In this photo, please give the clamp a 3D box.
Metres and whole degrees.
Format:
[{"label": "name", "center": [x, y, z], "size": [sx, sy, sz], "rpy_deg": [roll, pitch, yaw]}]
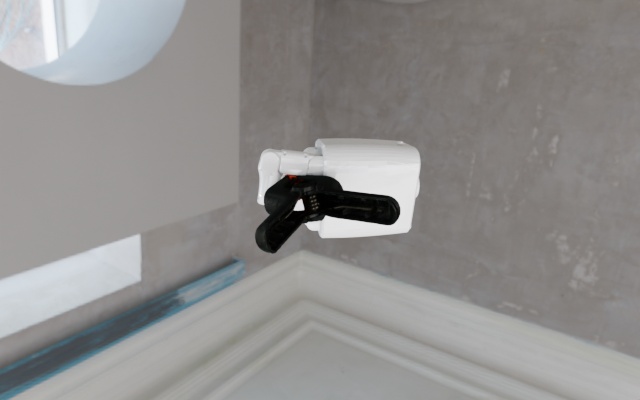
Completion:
[{"label": "clamp", "center": [0.000, 0.002, 0.447], "size": [0.120, 0.039, 0.171], "rpy_deg": [-4, 18, -6]}]
